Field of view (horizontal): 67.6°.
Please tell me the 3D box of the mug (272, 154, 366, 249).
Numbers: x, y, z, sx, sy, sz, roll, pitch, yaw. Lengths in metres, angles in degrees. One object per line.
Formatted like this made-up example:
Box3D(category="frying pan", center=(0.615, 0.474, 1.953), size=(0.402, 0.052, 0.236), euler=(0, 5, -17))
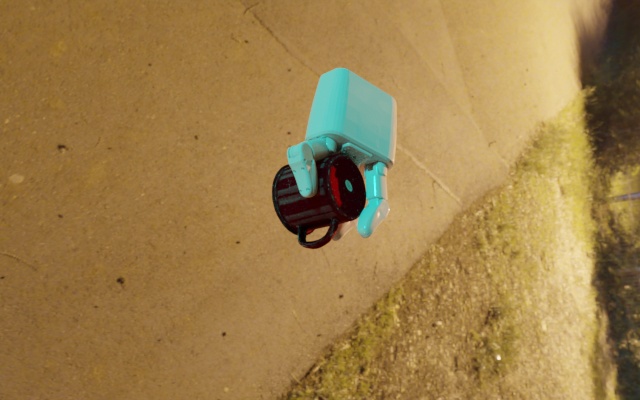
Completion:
Box3D(category="mug", center=(0.000, 0.003, 0.576), size=(0.081, 0.117, 0.093), euler=(-14, -35, 37))
